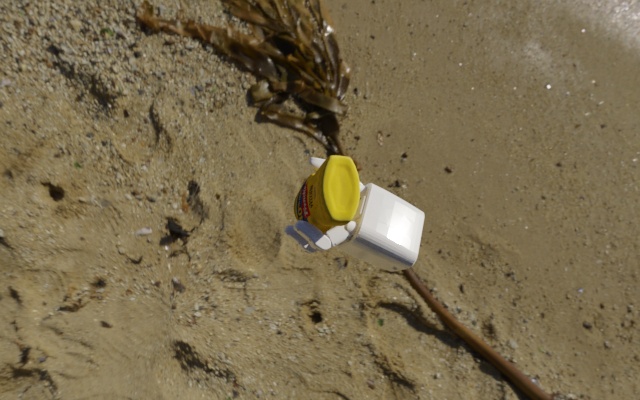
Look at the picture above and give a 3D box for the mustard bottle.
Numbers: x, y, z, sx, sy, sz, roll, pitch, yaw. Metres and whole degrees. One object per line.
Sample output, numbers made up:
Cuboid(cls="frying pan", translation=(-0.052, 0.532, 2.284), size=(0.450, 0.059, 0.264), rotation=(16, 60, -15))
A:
Cuboid(cls="mustard bottle", translation=(0.000, 0.002, 0.735), size=(0.058, 0.096, 0.192), rotation=(3, -13, -18))
